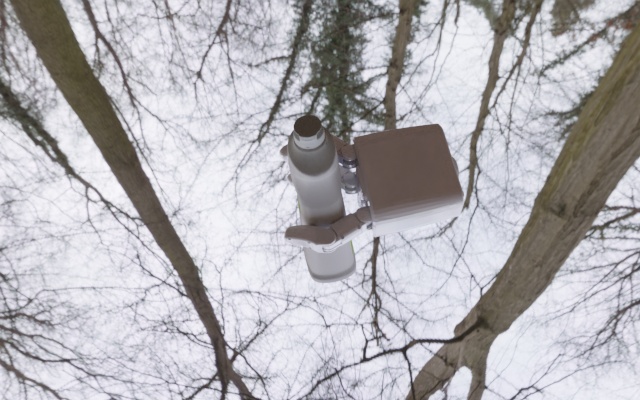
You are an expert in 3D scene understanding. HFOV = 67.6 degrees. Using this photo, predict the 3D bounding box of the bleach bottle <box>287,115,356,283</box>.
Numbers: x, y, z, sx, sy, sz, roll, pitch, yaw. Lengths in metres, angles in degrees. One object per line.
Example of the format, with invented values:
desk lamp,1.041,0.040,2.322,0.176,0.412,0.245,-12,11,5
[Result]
bleach bottle,0.000,0.002,0.564,0.068,0.102,0.251,-12,-33,-2
